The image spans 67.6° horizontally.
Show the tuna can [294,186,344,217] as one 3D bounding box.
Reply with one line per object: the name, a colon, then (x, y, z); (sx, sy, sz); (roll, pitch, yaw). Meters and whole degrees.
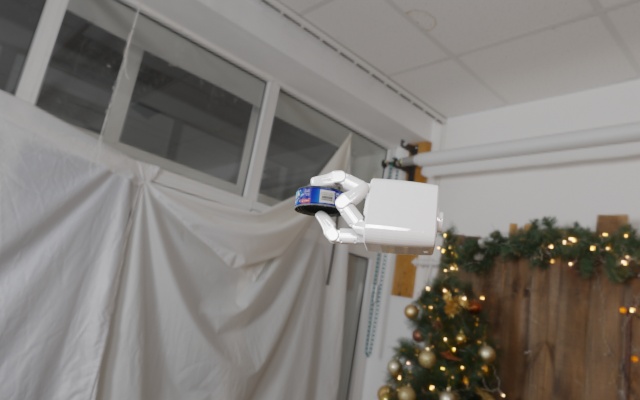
tuna can: (0.000, 0.002, 0.803); (0.086, 0.033, 0.086); (5, -14, 1)
